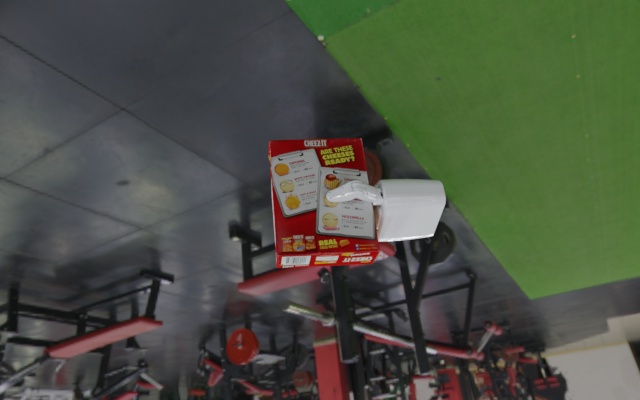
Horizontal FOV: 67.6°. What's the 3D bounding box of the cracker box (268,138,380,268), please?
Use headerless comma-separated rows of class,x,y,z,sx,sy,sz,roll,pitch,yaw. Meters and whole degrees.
cracker box,0.000,0.003,0.803,0.164,0.213,0.072,-2,-27,-9
